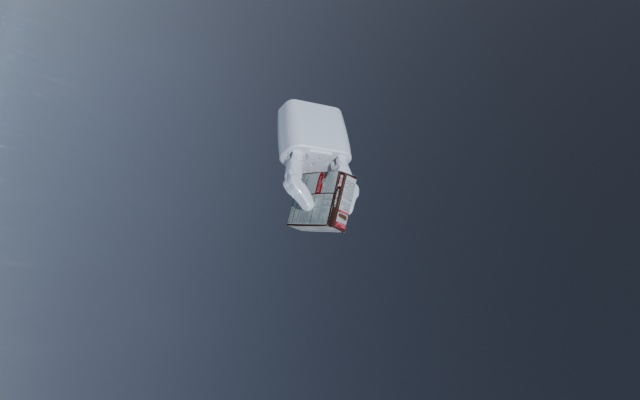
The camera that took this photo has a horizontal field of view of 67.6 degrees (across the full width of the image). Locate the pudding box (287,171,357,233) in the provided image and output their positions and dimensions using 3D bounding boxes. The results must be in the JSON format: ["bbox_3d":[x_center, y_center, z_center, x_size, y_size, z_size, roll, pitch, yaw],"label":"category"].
[{"bbox_3d":[0.000,0.002,0.744,0.039,0.090,0.113,20,-13,-33],"label":"pudding box"}]
